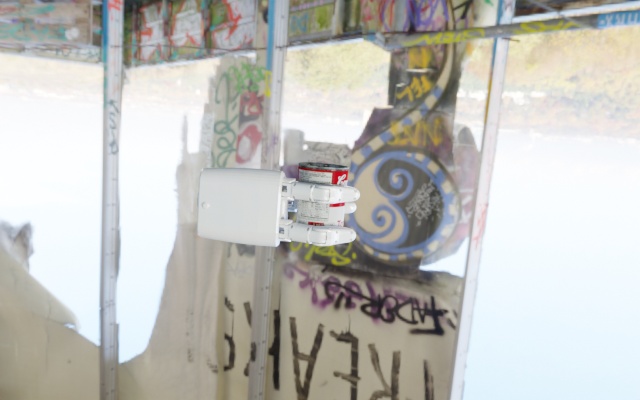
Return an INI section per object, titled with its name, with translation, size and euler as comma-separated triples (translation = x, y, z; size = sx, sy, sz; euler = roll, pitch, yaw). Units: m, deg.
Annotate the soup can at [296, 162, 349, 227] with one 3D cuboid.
[soup can]
translation = 0.001, 0.002, 0.649
size = 0.068, 0.102, 0.068
euler = 5, 9, -1
